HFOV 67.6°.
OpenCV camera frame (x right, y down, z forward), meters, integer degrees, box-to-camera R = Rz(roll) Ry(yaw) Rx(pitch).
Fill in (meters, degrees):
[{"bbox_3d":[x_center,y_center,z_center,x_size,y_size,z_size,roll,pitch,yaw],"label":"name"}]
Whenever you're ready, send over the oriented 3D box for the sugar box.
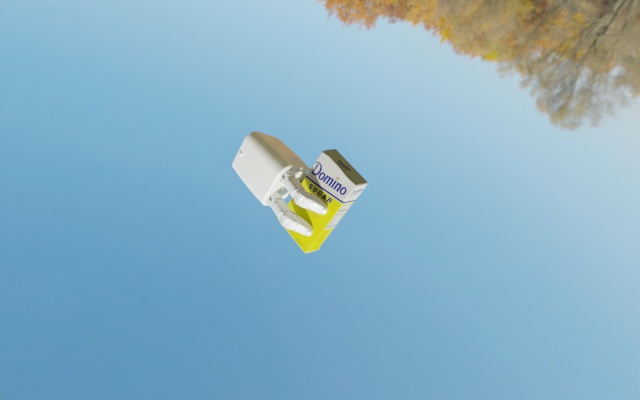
[{"bbox_3d":[0.000,0.003,0.862,0.048,0.176,0.093,-14,55,-49],"label":"sugar box"}]
